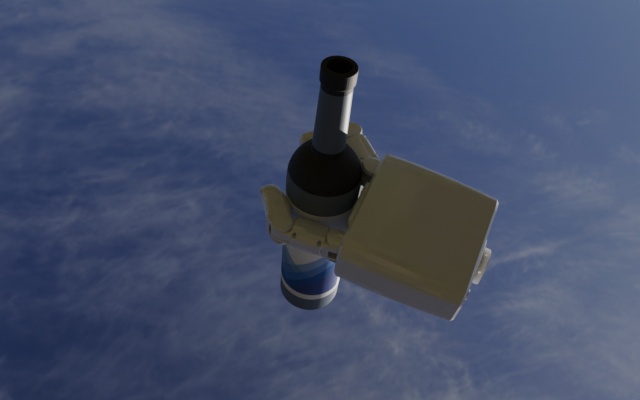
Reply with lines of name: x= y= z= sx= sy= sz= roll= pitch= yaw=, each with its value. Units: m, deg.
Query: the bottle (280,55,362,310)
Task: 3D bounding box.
bottle: x=0.000 y=0.002 z=0.448 sx=0.069 sy=0.069 sz=0.296 roll=0 pitch=-41 yaw=-7
